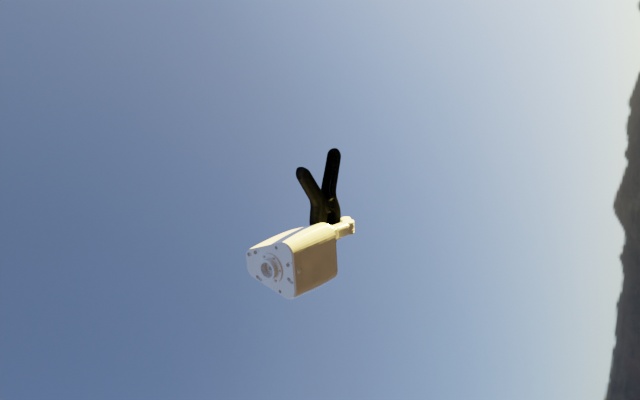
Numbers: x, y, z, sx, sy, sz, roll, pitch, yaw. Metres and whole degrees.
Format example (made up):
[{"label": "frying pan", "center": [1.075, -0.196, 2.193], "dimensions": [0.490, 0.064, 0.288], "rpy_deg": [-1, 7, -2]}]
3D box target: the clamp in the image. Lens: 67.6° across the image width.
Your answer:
[{"label": "clamp", "center": [0.000, 0.003, 0.812], "dimensions": [0.039, 0.171, 0.120], "rpy_deg": [7, 16, 38]}]
